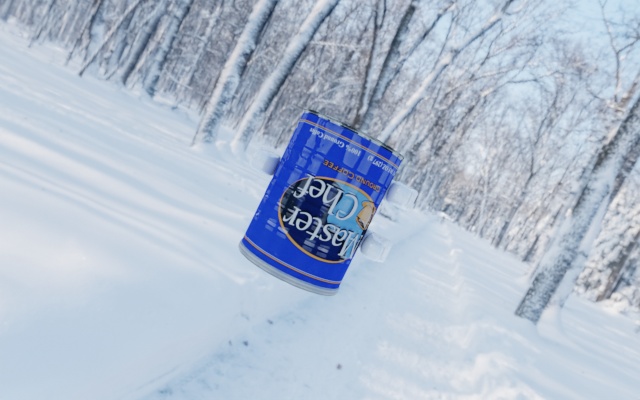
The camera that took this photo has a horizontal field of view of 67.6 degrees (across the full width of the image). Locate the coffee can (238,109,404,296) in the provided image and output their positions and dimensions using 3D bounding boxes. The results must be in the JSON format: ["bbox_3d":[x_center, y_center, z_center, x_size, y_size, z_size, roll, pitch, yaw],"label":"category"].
[{"bbox_3d":[0.000,0.002,0.442,0.103,0.140,0.103,26,4,-2],"label":"coffee can"}]
